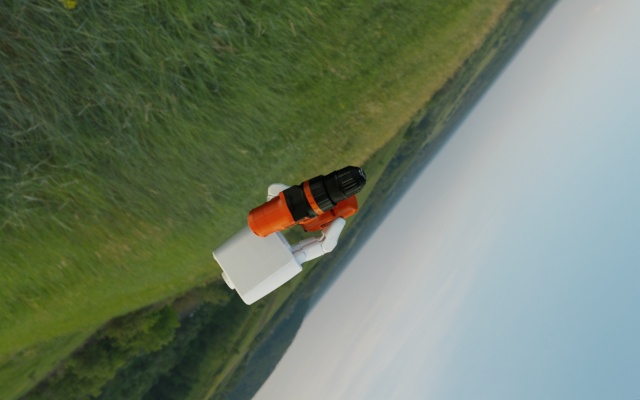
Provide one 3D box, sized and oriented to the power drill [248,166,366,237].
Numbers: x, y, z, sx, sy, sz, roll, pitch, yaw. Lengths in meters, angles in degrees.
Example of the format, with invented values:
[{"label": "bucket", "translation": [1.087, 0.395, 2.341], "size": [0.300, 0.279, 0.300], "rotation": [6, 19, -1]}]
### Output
[{"label": "power drill", "translation": [0.000, 0.003, 0.743], "size": [0.184, 0.057, 0.187], "rotation": [-23, -11, 15]}]
